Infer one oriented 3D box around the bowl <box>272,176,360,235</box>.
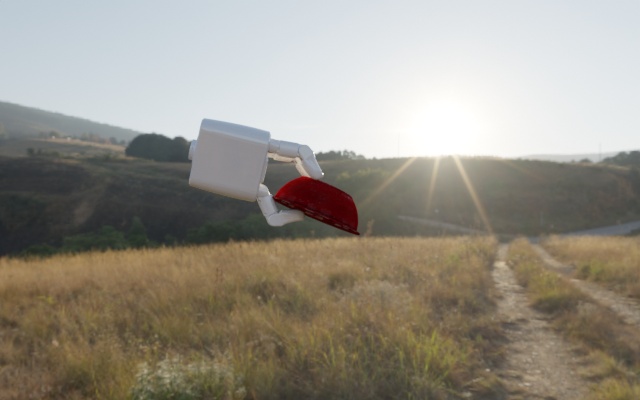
[{"bbox_3d":[0.001,0.003,0.790,0.162,0.055,0.162,23,-5,2],"label":"bowl"}]
